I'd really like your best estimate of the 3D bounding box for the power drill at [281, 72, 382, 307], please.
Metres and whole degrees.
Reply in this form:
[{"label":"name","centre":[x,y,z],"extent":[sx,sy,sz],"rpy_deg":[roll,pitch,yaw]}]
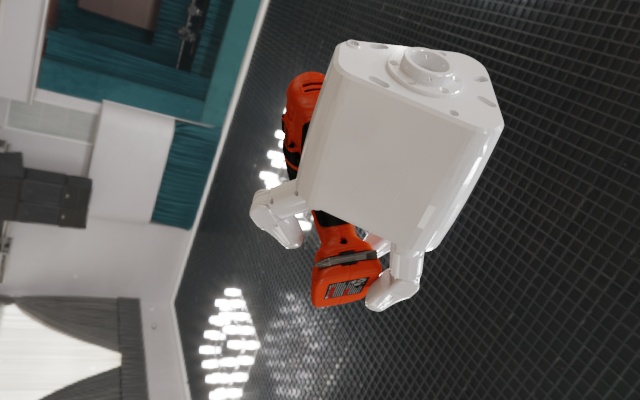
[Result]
[{"label":"power drill","centre":[0.000,0.002,0.459],"extent":[0.057,0.187,0.184],"rpy_deg":[-11,-23,-7]}]
